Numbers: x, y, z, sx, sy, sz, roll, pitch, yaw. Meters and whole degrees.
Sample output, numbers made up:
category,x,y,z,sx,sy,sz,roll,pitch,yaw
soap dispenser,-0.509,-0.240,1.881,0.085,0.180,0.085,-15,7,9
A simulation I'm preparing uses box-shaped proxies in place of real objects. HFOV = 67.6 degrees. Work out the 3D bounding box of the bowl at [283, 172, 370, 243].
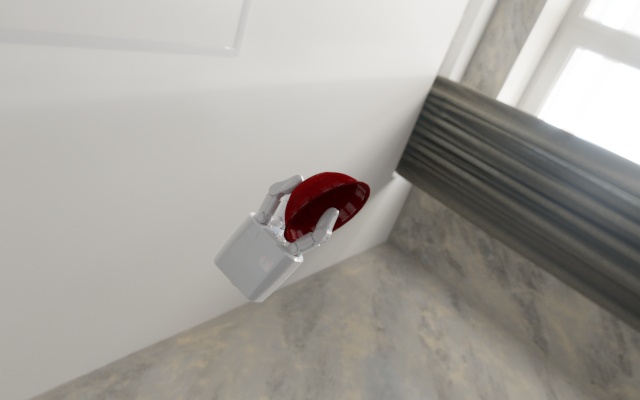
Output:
category,x,y,z,sx,sy,sz,roll,pitch,yaw
bowl,0.001,0.002,0.788,0.162,0.055,0.162,-26,-25,-13
